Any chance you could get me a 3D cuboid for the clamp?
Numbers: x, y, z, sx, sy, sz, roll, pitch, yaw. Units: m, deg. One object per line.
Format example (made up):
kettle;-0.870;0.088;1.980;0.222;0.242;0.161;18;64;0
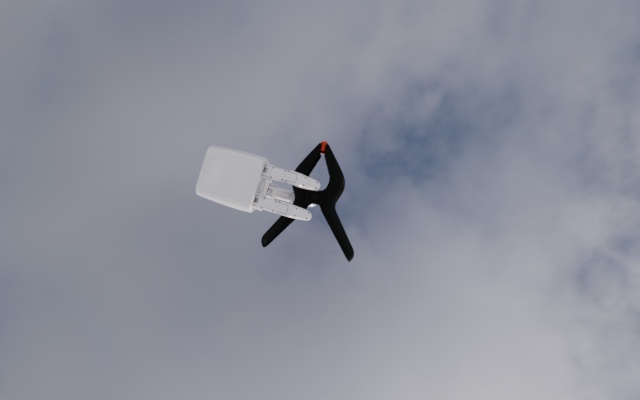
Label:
clamp;0.000;0.002;0.847;0.164;0.210;0.036;16;-4;4
